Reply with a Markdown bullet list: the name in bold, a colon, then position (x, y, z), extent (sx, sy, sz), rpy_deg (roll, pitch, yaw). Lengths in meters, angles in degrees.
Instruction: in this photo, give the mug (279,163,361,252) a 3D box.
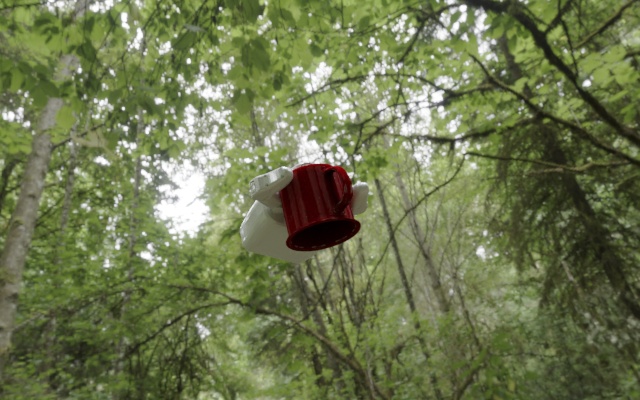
- **mug**: position (0.001, 0.001, 0.580), extent (0.093, 0.081, 0.117), rpy_deg (1, -29, -31)
